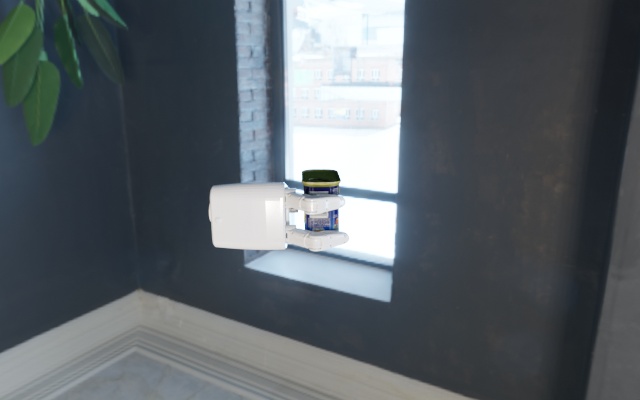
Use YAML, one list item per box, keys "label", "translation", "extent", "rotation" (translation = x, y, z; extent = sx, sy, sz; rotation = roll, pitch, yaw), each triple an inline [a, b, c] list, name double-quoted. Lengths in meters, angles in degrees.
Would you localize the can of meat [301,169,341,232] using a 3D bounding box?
- label: "can of meat"
  translation: [0.000, 0.003, 0.721]
  extent: [0.057, 0.084, 0.102]
  rotation: [-1, 15, -2]
